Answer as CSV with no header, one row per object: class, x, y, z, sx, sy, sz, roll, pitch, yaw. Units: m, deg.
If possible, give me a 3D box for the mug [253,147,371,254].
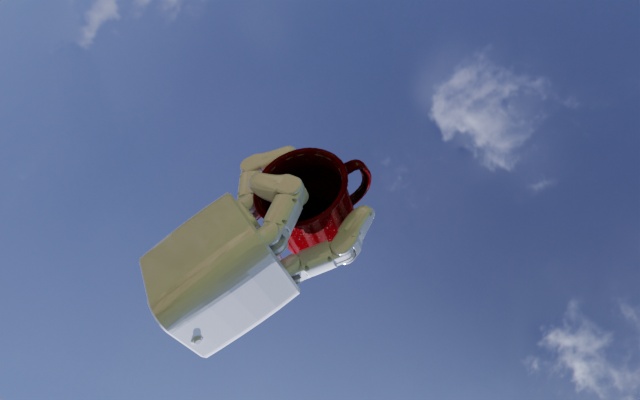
mug,0.001,0.001,0.481,0.117,0.093,0.082,-34,-38,-8
